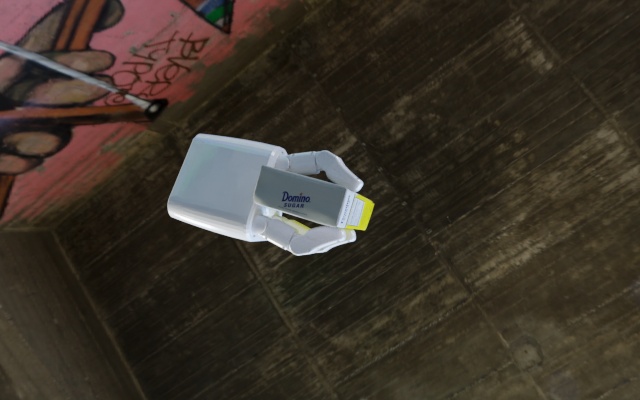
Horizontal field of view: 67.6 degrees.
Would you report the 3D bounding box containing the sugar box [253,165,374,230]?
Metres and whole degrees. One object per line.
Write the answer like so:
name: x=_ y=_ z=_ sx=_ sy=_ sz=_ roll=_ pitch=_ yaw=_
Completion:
sugar box: x=0.000 y=0.002 z=0.541 sx=0.093 sy=0.048 sz=0.176 roll=16 pitch=2 yaw=16
